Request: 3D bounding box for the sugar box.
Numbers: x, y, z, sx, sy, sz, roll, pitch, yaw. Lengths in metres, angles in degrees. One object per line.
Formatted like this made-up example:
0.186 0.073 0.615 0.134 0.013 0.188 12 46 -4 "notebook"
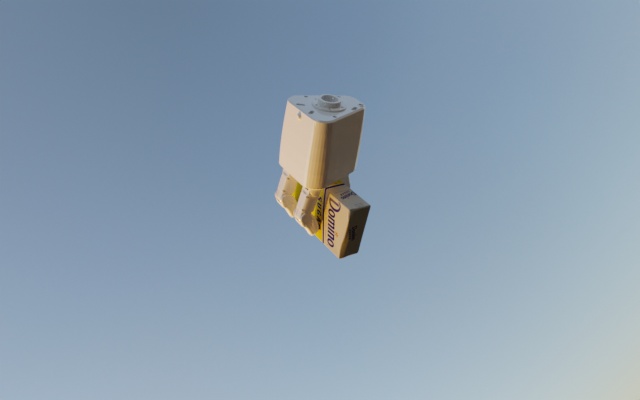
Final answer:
0.000 0.002 0.757 0.048 0.093 0.176 -13 39 -33 "sugar box"
